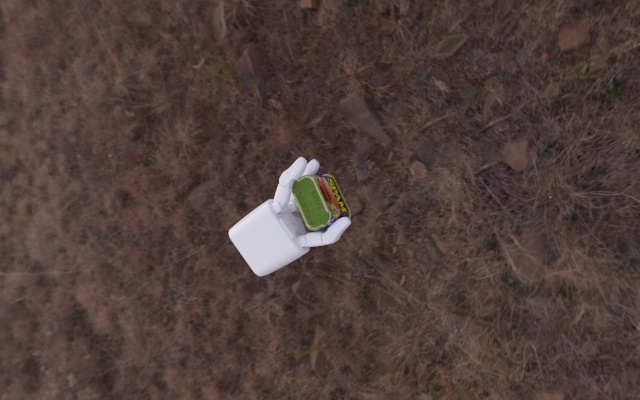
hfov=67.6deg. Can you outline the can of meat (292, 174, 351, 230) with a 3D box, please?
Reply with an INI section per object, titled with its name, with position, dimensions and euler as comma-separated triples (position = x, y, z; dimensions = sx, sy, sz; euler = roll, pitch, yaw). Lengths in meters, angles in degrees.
[can of meat]
position = 0.000, 0.003, 0.856
dimensions = 0.057, 0.102, 0.084
euler = -29, -12, 24
